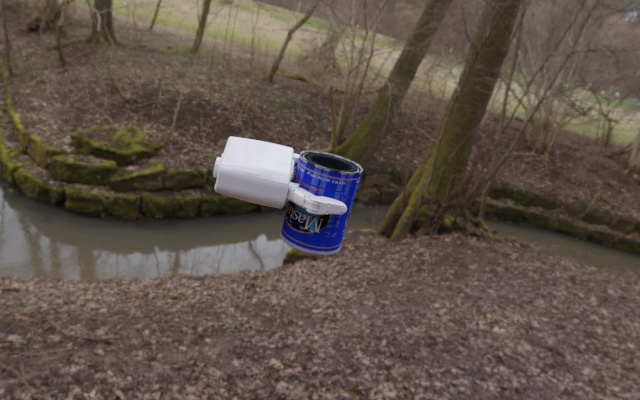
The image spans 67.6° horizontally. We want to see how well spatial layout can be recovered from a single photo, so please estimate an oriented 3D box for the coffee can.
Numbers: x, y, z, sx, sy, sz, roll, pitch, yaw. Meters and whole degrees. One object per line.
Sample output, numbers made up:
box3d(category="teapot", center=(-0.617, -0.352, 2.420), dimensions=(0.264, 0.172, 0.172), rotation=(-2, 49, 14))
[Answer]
box3d(category="coffee can", center=(0.000, 0.003, 0.765), dimensions=(0.103, 0.140, 0.102), rotation=(13, 19, -5))
